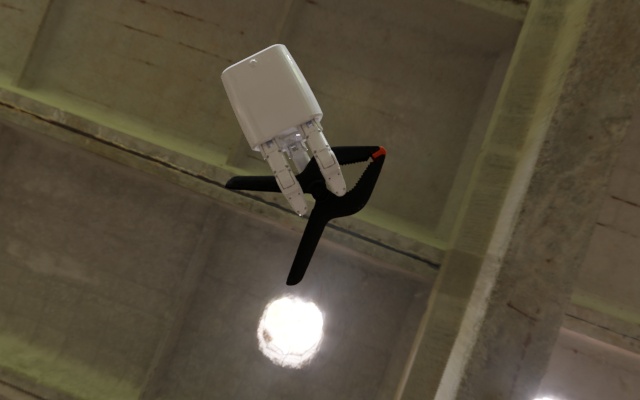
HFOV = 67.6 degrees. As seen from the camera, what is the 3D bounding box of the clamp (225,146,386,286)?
[{"bbox_3d":[0.001,0.002,0.627,0.210,0.164,0.036,-26,-5,1],"label":"clamp"}]
